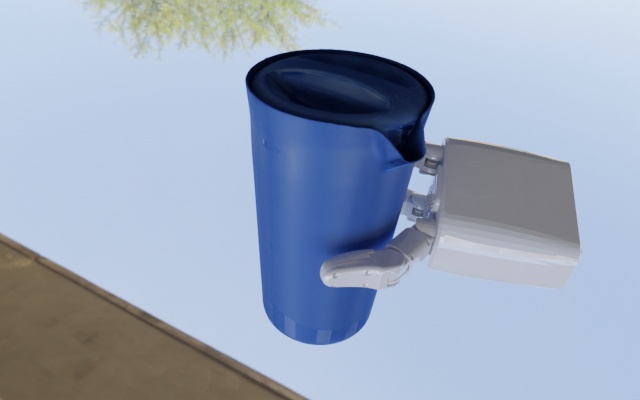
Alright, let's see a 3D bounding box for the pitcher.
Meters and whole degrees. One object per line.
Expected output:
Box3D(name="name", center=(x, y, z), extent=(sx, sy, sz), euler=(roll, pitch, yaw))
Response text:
Box3D(name="pitcher", center=(0.000, 0.001, 0.410), extent=(0.145, 0.243, 0.149), euler=(9, 37, 5))
